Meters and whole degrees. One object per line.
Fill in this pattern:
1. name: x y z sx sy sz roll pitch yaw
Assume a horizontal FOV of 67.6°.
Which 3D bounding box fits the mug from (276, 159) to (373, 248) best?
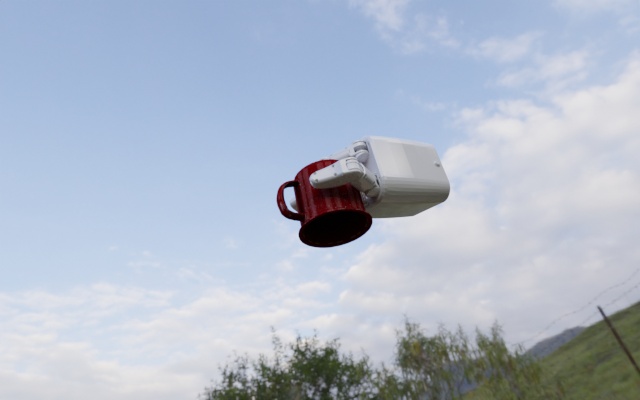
1. mug: -0.001 0.002 0.597 0.117 0.081 0.093 3 -35 -24
